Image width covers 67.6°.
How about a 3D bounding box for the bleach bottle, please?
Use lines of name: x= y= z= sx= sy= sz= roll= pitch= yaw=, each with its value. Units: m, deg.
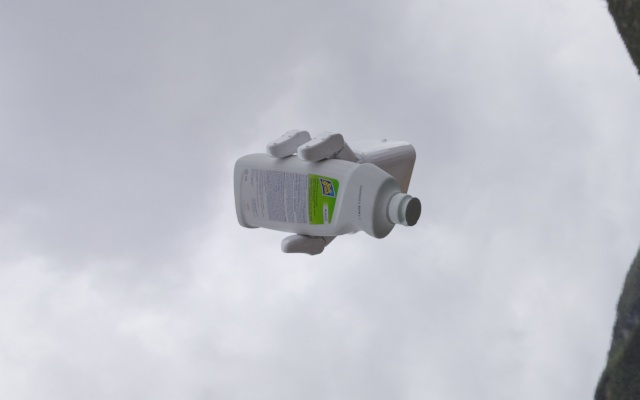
bleach bottle: x=0.000 y=0.002 z=0.546 sx=0.251 sy=0.102 sz=0.068 roll=11 pitch=20 yaw=43
